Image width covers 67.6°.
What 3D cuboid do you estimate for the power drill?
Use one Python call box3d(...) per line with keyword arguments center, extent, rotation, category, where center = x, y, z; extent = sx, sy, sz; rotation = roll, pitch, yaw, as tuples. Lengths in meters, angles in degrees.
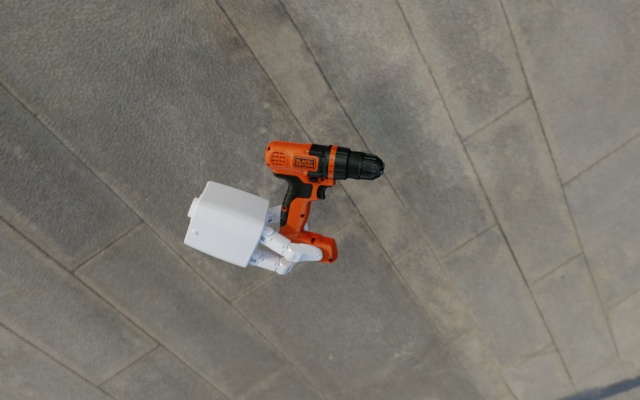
box3d(center=(0.000, 0.003, 0.758), extent=(0.184, 0.188, 0.057), rotation=(9, 18, 9), category="power drill")
